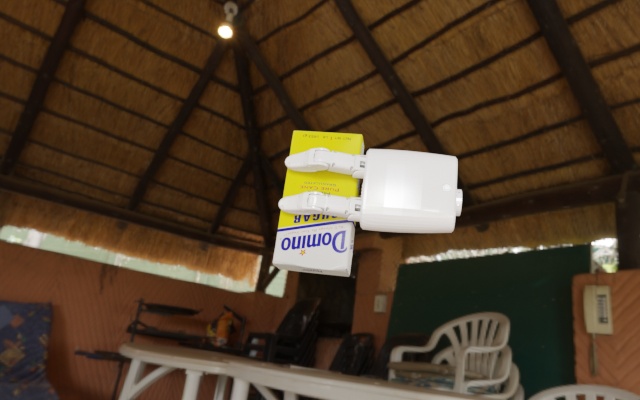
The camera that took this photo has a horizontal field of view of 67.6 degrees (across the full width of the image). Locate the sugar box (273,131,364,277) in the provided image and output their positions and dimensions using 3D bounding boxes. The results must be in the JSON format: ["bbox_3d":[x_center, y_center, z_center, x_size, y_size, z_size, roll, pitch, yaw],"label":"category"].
[{"bbox_3d":[0.000,0.002,0.601,0.093,0.176,0.048,4,-19,10],"label":"sugar box"}]
